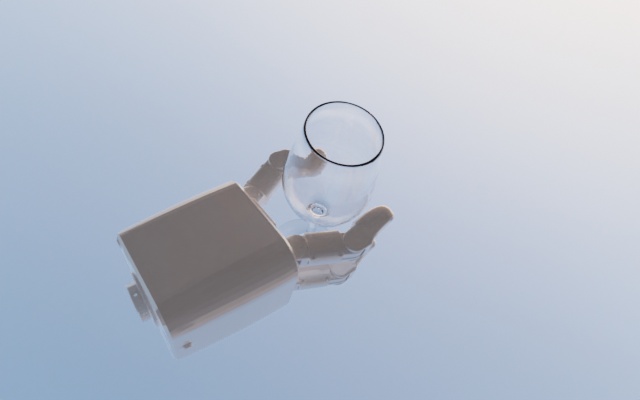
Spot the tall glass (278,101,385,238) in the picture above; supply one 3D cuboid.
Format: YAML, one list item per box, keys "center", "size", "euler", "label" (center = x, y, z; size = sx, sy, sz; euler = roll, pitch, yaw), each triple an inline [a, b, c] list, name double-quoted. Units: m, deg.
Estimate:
- center: [0.000, 0.002, 0.433]
  size: [0.079, 0.079, 0.201]
  euler: [0, -31, -12]
  label: "tall glass"
